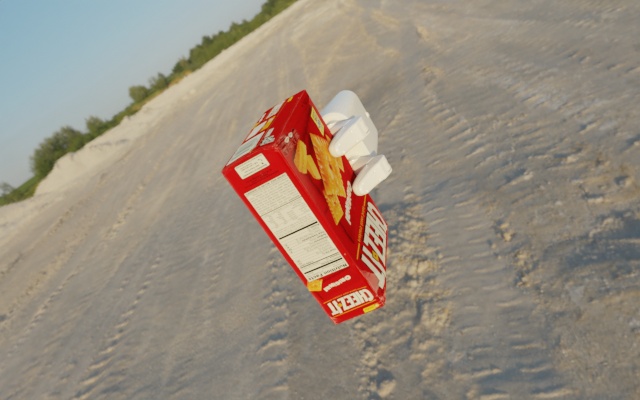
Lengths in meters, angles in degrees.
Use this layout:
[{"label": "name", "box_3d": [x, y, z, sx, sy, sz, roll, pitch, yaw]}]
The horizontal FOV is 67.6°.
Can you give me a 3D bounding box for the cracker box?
[{"label": "cracker box", "box_3d": [0.000, 0.002, 0.538, 0.072, 0.214, 0.164, -25, 22, 22]}]
